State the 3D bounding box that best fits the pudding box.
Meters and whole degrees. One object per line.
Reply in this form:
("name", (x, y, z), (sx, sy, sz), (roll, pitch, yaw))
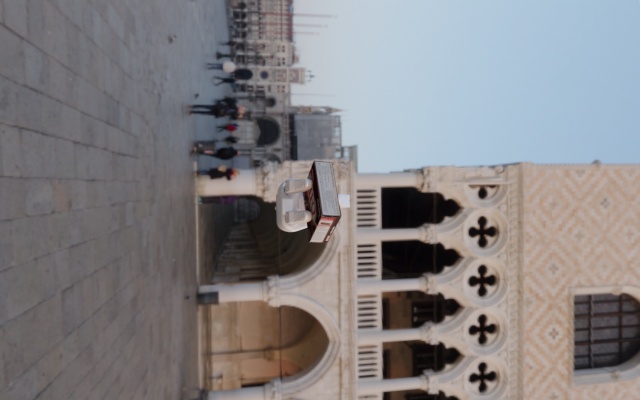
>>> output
("pudding box", (0.000, 0.003, 0.811), (0.039, 0.113, 0.090), (-1, -33, -16))
